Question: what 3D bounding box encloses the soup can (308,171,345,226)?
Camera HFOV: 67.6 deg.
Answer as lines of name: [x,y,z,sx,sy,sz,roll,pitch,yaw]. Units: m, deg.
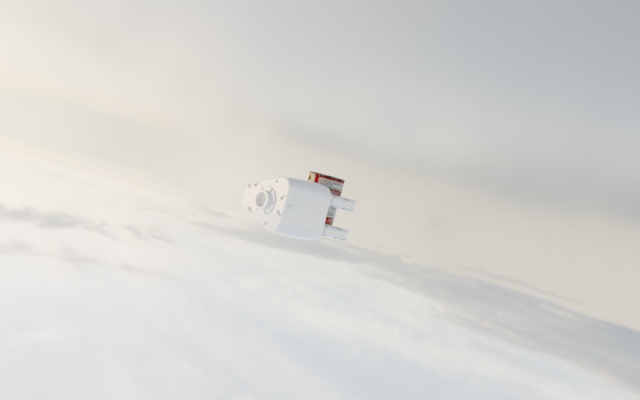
soup can: [0.000,0.003,0.887,0.068,0.102,0.068,15,1,0]
